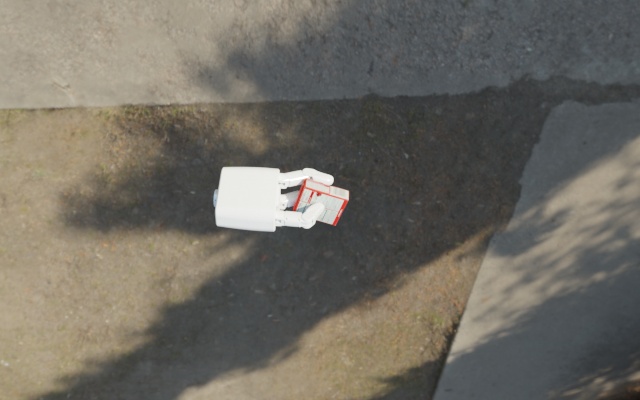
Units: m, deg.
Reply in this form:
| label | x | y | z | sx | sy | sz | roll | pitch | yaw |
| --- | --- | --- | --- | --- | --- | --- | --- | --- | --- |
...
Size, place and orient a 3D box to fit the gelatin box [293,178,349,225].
| label | x | y | z | sx | sy | sz | roll | pitch | yaw |
| --- | --- | --- | --- | --- | --- | --- | --- | --- | --- |
| gelatin box | 0.000 | 0.003 | 0.899 | 0.089 | 0.073 | 0.030 | 16 | 42 | -9 |
